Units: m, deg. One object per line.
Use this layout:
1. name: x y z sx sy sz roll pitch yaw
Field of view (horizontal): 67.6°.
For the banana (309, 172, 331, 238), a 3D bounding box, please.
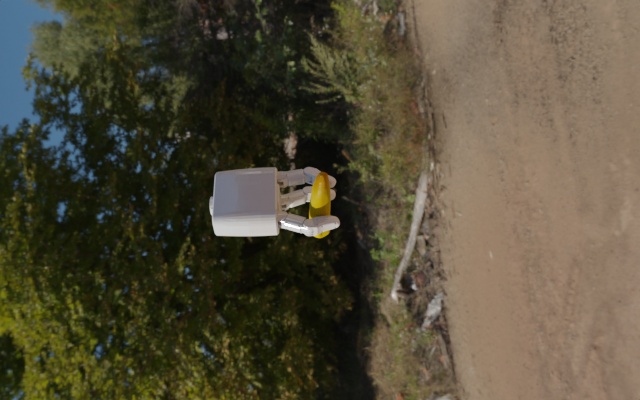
1. banana: -0.001 0.021 0.829 0.037 0.069 0.198 2 -22 2
